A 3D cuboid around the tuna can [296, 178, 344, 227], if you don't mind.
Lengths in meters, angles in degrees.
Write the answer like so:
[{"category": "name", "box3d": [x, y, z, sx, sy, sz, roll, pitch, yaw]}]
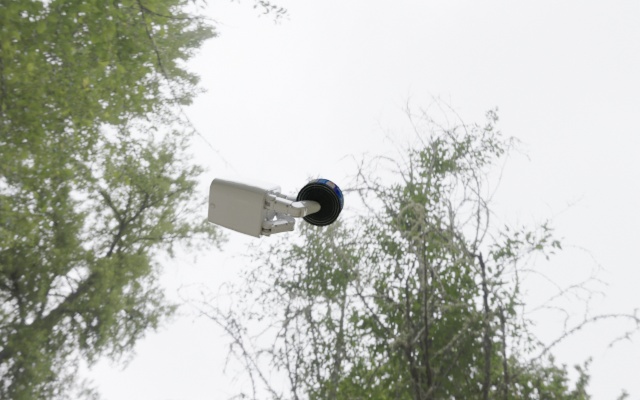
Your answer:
[{"category": "tuna can", "box3d": [0.000, 0.003, 0.879, 0.086, 0.086, 0.033, 0, 20, 18]}]
